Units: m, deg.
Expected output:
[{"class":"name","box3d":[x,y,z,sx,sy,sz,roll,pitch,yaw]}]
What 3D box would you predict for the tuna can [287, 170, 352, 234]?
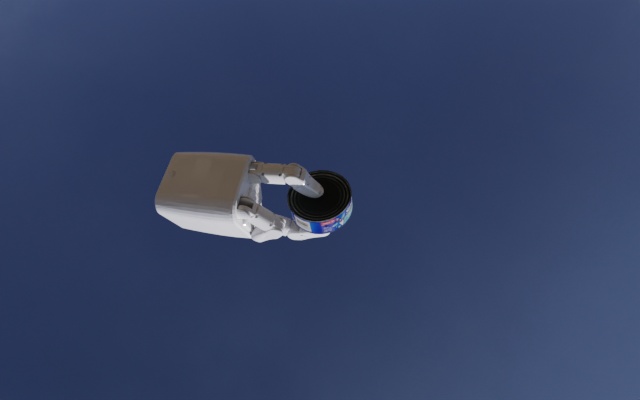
[{"class":"tuna can","box3d":[0.000,0.002,0.640,0.086,0.086,0.034,0,-37,9]}]
